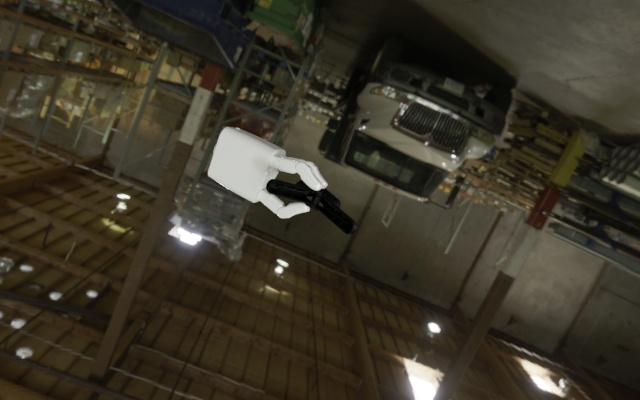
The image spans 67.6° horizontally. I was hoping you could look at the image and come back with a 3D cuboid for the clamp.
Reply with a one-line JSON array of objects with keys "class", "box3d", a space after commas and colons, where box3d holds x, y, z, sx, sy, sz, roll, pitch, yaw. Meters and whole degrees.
[{"class": "clamp", "box3d": [0.000, 0.003, 0.867, 0.164, 0.036, 0.210, 30, 10, 6]}]
